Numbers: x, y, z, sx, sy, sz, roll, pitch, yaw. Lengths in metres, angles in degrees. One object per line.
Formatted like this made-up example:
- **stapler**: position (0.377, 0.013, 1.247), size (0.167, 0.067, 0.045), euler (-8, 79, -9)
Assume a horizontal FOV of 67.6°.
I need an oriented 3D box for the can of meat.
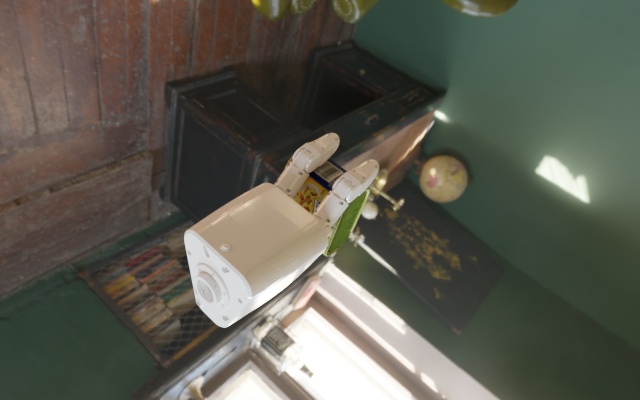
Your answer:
- **can of meat**: position (0.000, 0.002, 0.549), size (0.084, 0.102, 0.057), euler (38, 42, 21)
